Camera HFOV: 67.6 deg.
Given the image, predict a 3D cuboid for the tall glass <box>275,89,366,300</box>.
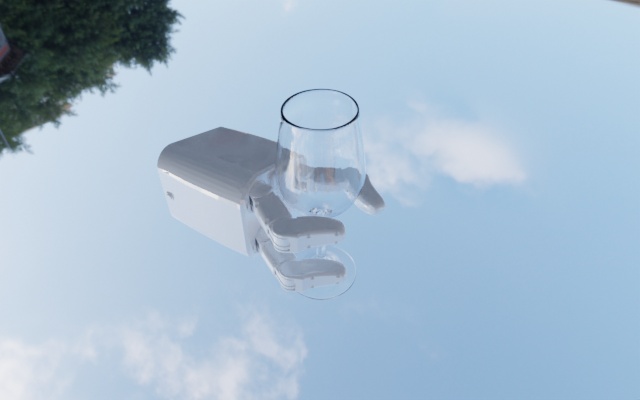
[{"bbox_3d":[0.000,0.002,0.439,0.079,0.201,0.079,0,43,0],"label":"tall glass"}]
